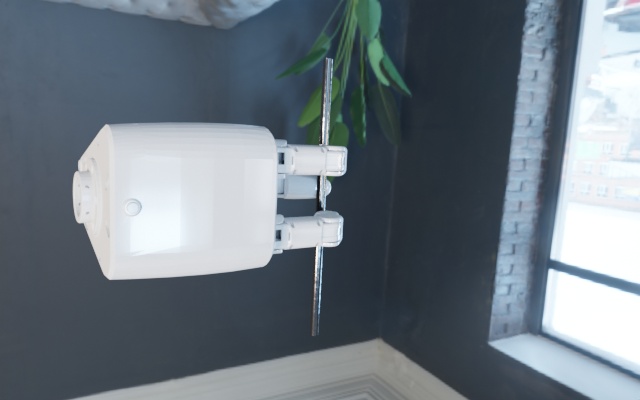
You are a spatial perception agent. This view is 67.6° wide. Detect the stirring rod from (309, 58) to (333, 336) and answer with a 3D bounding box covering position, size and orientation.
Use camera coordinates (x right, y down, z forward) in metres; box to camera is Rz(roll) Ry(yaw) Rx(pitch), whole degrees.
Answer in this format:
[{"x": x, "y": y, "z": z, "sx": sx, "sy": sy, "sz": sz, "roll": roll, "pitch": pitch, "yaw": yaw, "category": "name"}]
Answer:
[{"x": 0.000, "y": 0.001, "z": 0.414, "sx": 0.011, "sy": 0.239, "sz": 0.011, "roll": 3, "pitch": 8, "yaw": 0, "category": "stirring rod"}]
